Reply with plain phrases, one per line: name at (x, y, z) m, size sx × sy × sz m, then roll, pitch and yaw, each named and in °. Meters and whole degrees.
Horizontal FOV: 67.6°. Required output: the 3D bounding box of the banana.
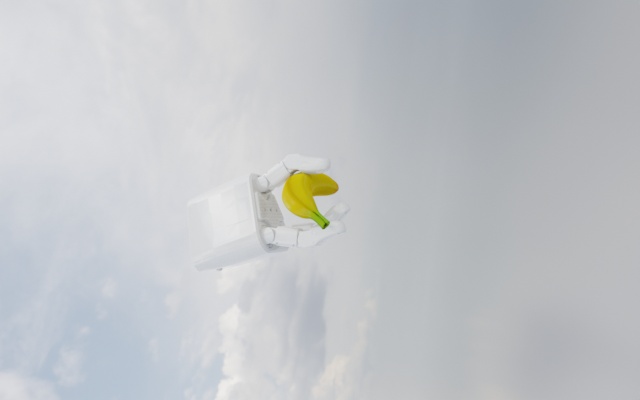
banana at (-0.014, -0.010, 0.629) m, size 0.069 × 0.037 × 0.197 m, roll 42°, pitch 16°, yaw -6°
